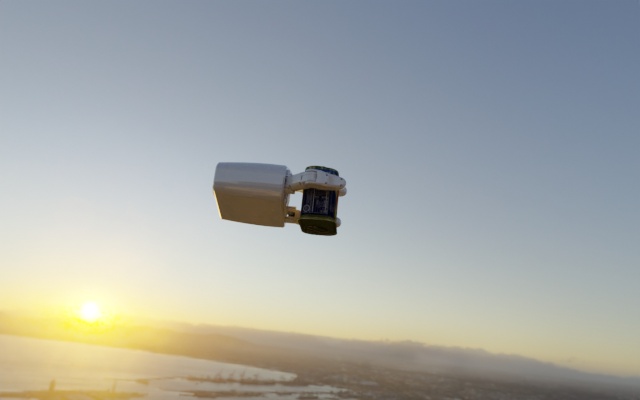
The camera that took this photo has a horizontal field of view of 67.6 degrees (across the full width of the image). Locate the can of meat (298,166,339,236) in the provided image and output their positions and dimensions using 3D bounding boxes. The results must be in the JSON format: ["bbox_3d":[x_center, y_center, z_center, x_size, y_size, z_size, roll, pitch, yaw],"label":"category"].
[{"bbox_3d":[0.000,0.002,0.738,0.057,0.084,0.102,4,-17,4],"label":"can of meat"}]
